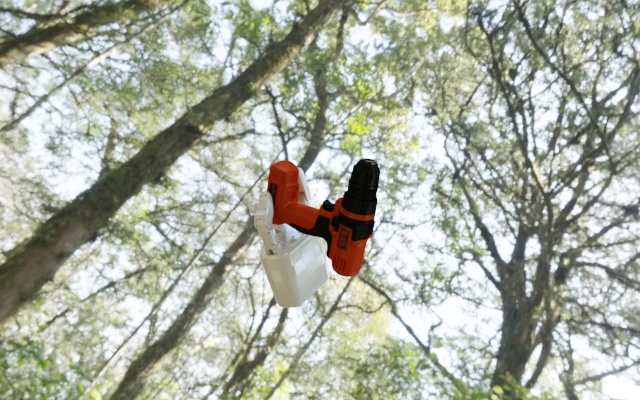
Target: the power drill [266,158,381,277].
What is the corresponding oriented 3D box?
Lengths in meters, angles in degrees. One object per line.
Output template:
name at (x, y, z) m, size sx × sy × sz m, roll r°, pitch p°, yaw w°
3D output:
power drill at (0.000, 0.002, 0.726) m, size 0.187 × 0.184 × 0.057 m, roll 26°, pitch 26°, yaw 34°
